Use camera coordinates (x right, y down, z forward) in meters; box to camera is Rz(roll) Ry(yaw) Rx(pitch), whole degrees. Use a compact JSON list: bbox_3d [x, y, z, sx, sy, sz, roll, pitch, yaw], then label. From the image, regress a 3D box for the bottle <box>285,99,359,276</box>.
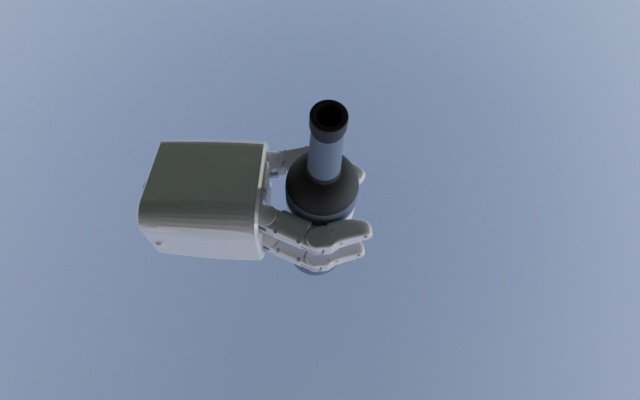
[{"bbox_3d":[0.000,0.002,0.462,0.069,0.069,0.296,0,-24,-3],"label":"bottle"}]
